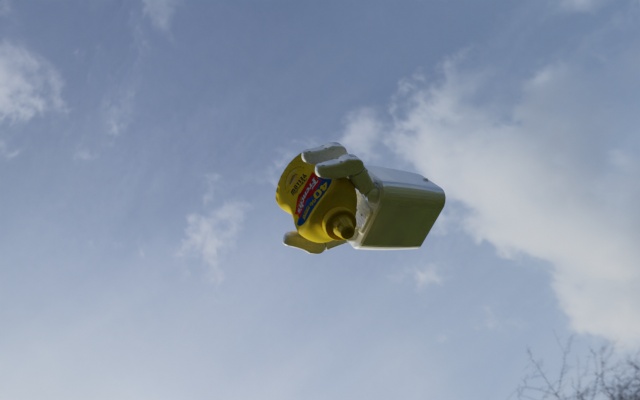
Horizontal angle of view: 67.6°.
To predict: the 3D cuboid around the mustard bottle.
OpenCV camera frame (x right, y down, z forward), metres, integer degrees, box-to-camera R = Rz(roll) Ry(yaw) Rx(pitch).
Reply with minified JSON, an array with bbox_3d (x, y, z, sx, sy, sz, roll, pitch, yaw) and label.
[{"bbox_3d":[0.000,0.002,0.634,0.058,0.096,0.191,31,8,-30],"label":"mustard bottle"}]
